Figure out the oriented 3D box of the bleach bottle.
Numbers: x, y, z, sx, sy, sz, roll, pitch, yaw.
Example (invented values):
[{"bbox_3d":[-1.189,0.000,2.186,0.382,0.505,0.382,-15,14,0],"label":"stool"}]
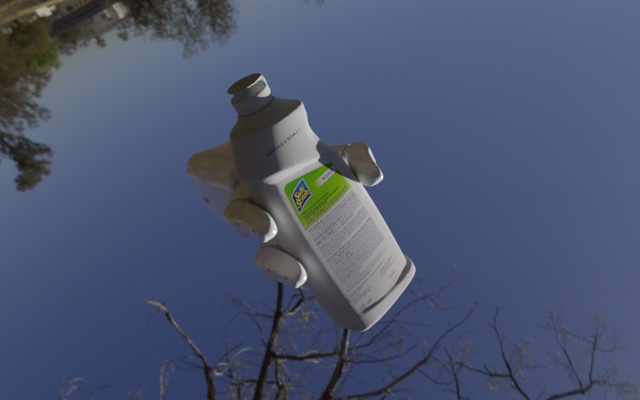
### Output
[{"bbox_3d":[0.000,0.001,0.423,0.068,0.251,0.102,13,50,48],"label":"bleach bottle"}]
